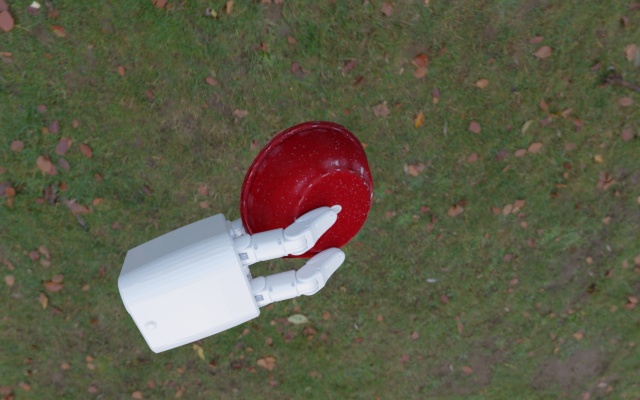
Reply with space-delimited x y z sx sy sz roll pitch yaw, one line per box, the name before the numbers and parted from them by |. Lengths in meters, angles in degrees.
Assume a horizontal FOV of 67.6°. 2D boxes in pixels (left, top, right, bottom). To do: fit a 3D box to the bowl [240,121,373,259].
bowl | 0.001 0.001 0.501 0.162 0.162 0.055 0 23 -34
